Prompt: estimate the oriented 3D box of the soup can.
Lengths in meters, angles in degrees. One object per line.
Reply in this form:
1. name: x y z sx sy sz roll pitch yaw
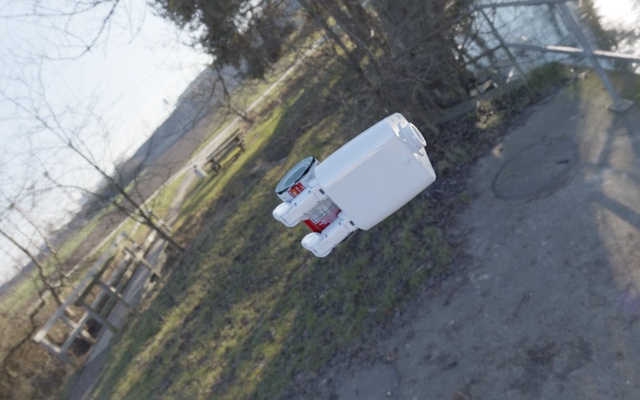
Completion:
1. soup can: 0.000 0.002 0.614 0.102 0.068 0.068 46 -17 -17
